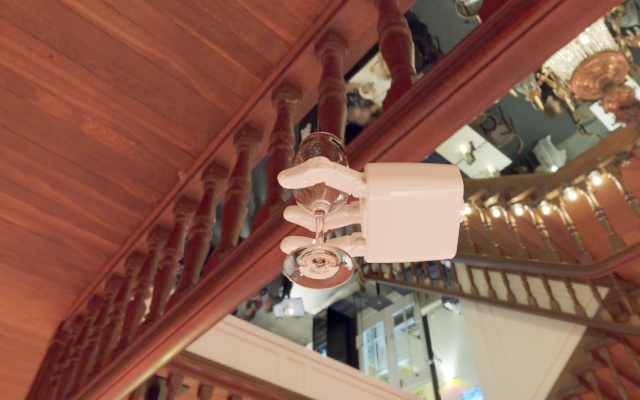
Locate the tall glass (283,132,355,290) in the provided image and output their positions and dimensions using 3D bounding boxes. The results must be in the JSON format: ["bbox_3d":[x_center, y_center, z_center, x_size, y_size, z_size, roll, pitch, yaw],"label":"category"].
[{"bbox_3d":[0.000,0.002,0.565,0.079,0.079,0.200,0,43,1],"label":"tall glass"}]
